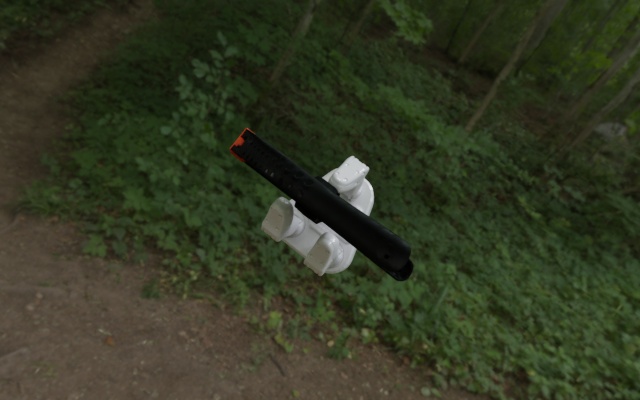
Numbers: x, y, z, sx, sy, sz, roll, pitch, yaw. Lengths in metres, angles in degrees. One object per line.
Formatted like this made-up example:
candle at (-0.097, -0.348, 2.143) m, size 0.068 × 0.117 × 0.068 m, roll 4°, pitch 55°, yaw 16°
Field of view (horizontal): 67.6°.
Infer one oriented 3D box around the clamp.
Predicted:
clamp at (0.000, 0.000, 0.421) m, size 0.210 × 0.036 × 0.164 m, roll 38°, pitch -4°, yaw 10°
